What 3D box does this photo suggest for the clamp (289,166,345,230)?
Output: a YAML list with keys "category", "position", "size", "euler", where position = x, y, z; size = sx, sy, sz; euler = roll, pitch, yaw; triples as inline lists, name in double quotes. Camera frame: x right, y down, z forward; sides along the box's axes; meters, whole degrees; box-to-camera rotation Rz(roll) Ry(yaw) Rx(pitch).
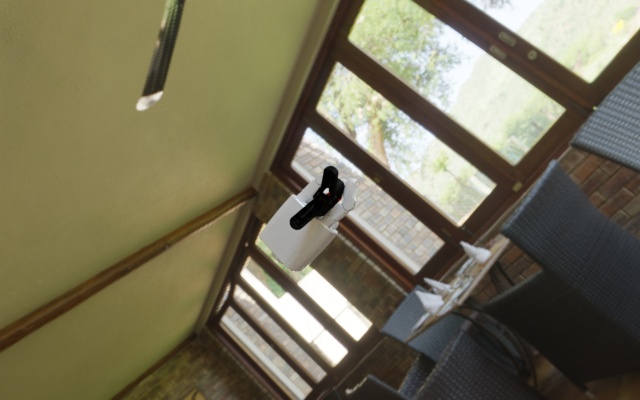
- category: "clamp"
  position: [0.000, 0.002, 0.831]
  size: [0.039, 0.120, 0.171]
  euler: [43, 2, 13]
